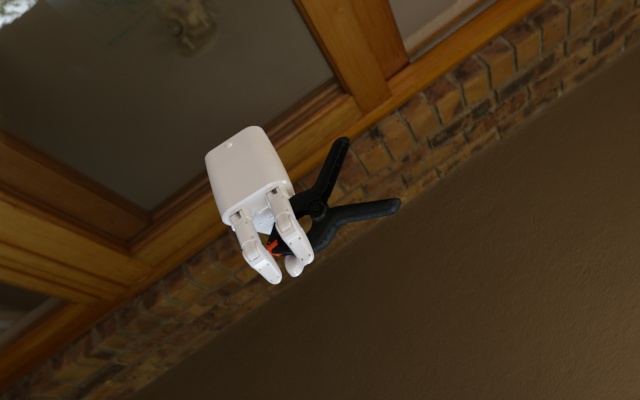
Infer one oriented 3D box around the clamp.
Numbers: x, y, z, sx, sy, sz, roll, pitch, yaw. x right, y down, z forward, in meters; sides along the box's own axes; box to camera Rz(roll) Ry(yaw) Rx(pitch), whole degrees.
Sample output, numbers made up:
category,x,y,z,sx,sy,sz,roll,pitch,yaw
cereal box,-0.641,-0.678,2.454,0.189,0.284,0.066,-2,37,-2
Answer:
category,x,y,z,sx,sy,sz,roll,pitch,yaw
clamp,0.000,0.002,0.590,0.171,0.120,0.039,-31,-29,8
